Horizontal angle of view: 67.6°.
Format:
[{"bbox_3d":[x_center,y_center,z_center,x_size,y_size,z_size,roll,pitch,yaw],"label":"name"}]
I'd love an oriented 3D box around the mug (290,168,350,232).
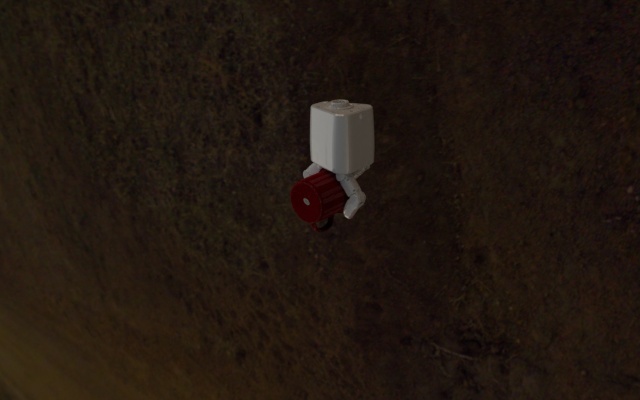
[{"bbox_3d":[0.000,0.004,0.874,0.093,0.117,0.081,17,29,39],"label":"mug"}]
